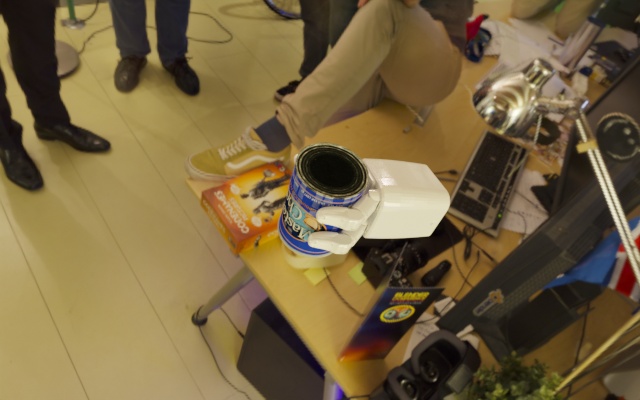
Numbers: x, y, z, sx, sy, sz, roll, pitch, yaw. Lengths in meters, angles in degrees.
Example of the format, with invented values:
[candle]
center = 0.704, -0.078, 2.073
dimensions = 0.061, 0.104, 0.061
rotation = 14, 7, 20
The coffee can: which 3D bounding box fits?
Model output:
[coffee can]
center = 0.000, 0.002, 0.689
dimensions = 0.103, 0.102, 0.140
rotation = 0, -39, -17
